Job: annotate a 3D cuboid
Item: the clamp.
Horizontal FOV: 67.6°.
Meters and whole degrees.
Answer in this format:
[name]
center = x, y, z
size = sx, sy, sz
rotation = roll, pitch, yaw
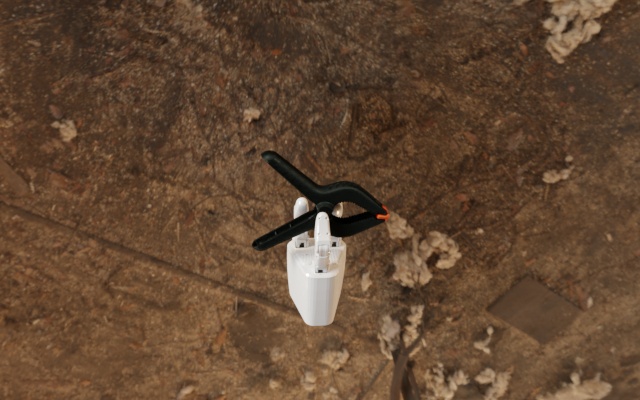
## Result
[clamp]
center = 0.001, 0.003, 0.716
size = 0.210, 0.165, 0.036
rotation = -1, 29, -5
